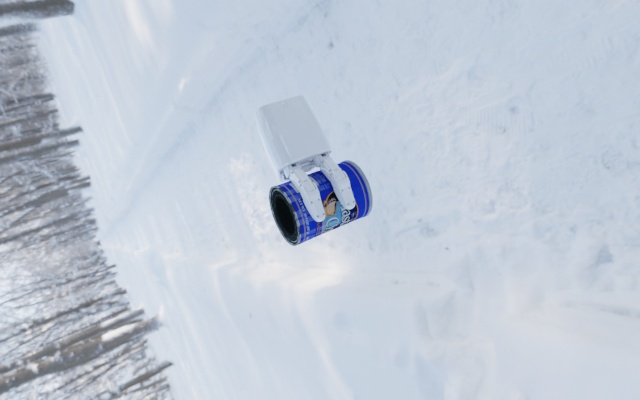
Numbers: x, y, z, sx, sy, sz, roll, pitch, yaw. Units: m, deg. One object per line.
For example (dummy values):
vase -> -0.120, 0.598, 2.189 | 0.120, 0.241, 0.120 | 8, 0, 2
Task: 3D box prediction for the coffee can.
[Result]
coffee can -> 0.000, 0.003, 0.790 | 0.140, 0.103, 0.103 | -21, 9, -24
